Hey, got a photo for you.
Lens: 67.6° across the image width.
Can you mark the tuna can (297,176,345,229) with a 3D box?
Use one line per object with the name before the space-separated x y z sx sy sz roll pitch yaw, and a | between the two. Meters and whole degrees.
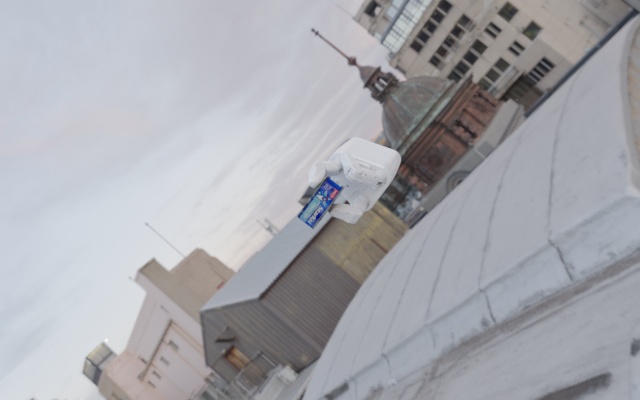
tuna can | 0.000 0.002 0.769 0.034 0.086 0.086 37 -1 -1
